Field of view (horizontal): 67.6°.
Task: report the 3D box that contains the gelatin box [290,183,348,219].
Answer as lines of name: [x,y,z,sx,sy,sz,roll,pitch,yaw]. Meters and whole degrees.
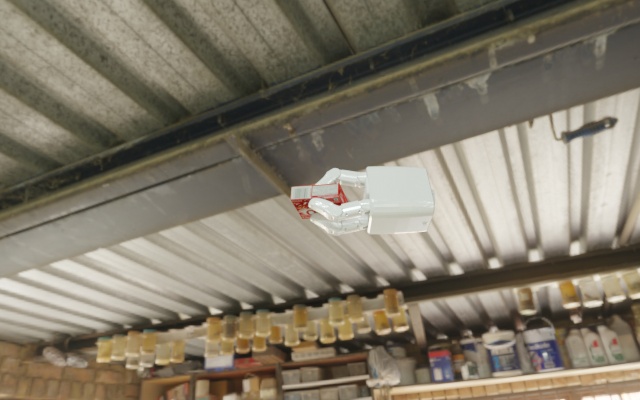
gelatin box: [0.000,0.002,0.835,0.089,0.030,0.073,-4,-29,15]
